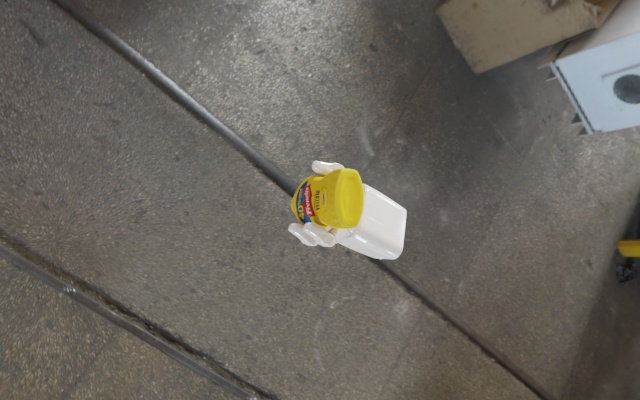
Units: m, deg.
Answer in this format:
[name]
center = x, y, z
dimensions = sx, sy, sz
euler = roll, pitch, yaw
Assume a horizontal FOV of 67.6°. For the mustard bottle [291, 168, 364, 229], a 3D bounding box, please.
[mustard bottle]
center = 0.000, 0.003, 0.831
dimensions = 0.058, 0.096, 0.191
euler = 1, -5, -30
